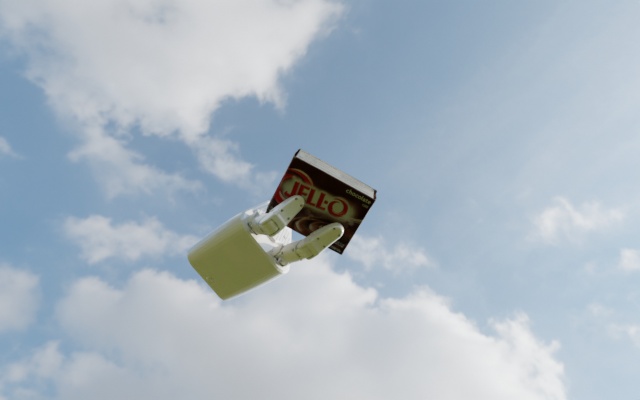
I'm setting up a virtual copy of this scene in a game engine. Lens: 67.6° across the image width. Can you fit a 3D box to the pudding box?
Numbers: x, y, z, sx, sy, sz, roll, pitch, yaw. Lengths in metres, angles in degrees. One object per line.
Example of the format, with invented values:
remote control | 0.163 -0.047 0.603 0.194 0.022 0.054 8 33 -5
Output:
pudding box | 0.000 0.002 0.592 0.113 0.090 0.039 27 27 -5
